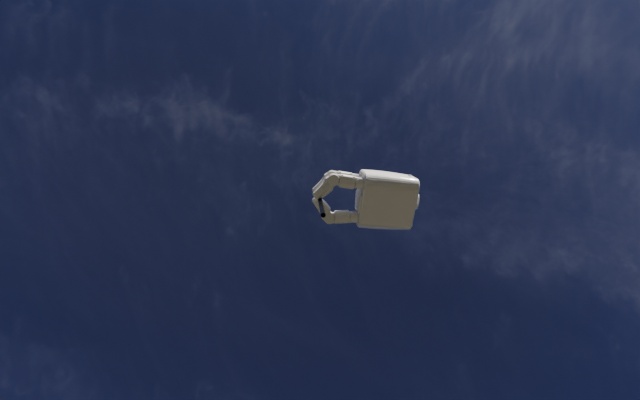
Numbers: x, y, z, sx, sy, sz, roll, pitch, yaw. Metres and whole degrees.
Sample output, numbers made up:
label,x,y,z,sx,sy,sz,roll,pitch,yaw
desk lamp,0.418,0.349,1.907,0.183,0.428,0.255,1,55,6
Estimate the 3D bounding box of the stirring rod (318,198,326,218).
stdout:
label,x,y,z,sx,sy,sz,roll,pitch,yaw
stirring rod,0.000,0.003,0.871,0.011,0.011,0.239,0,10,-2
